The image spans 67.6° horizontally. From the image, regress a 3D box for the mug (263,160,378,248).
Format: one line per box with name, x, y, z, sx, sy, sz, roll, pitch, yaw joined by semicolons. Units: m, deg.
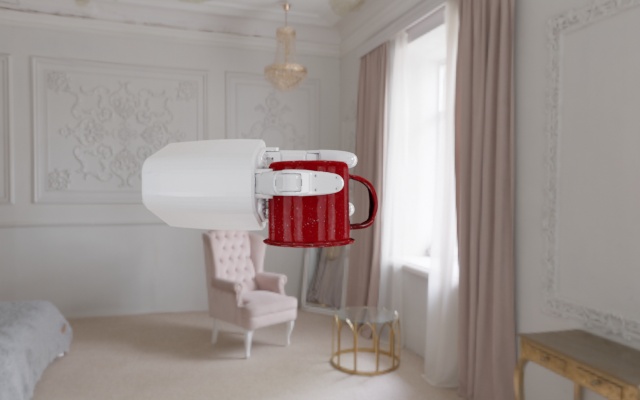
mug;0.002;0.001;0.484;0.117;0.081;0.093;0;2;-1
